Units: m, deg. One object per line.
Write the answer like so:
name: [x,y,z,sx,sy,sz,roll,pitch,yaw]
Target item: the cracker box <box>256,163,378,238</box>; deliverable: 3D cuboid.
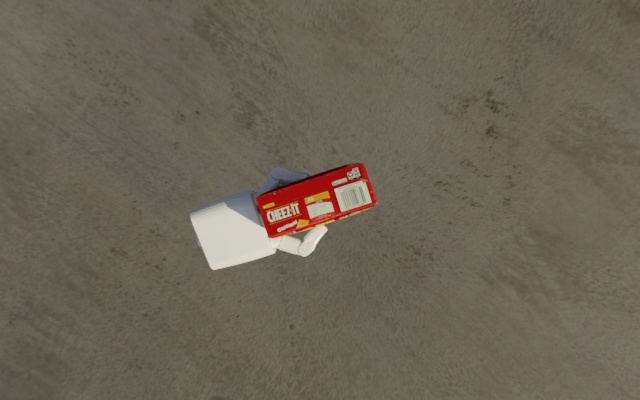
cracker box: [0.000,0.003,0.770,0.164,0.072,0.214,-18,-3,3]
